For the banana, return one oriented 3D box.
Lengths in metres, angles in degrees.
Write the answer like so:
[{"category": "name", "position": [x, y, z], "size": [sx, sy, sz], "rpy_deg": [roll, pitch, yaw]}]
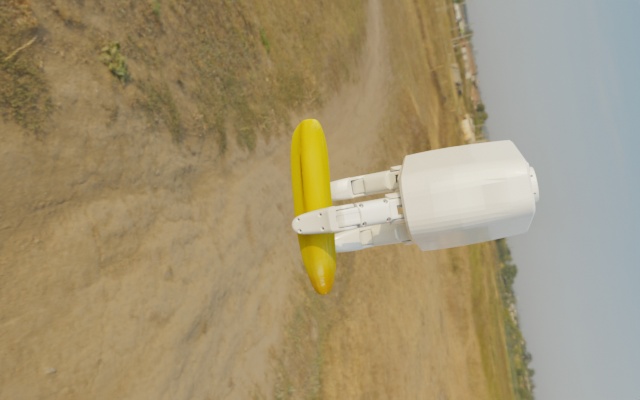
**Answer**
[{"category": "banana", "position": [-0.005, -0.009, 0.478], "size": [0.037, 0.197, 0.070], "rpy_deg": [-10, -26, 13]}]
